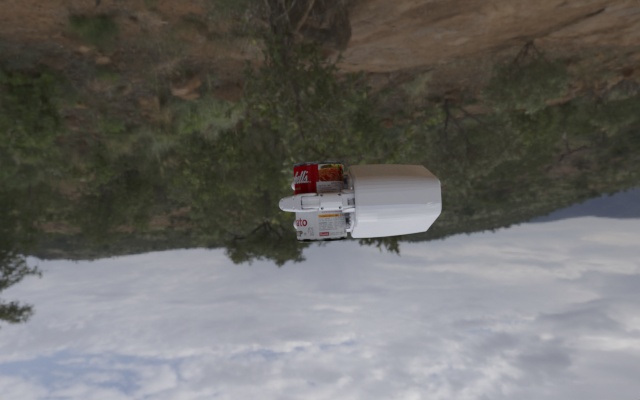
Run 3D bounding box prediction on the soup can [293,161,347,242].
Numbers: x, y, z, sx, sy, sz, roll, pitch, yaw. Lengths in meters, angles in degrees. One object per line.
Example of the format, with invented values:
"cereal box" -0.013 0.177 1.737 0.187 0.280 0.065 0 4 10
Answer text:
"soup can" 0.000 0.002 0.631 0.068 0.102 0.068 -3 -1 0
